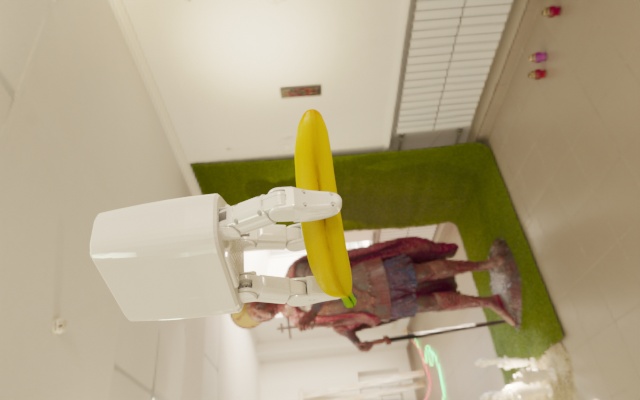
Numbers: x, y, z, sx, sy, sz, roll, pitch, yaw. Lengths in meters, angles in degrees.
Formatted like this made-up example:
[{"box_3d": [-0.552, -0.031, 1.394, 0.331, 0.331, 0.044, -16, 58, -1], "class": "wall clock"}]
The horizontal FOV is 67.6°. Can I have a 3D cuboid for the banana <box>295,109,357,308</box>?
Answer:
[{"box_3d": [-0.001, 0.002, 0.437, 0.037, 0.197, 0.069, -9, -9, 3], "class": "banana"}]
